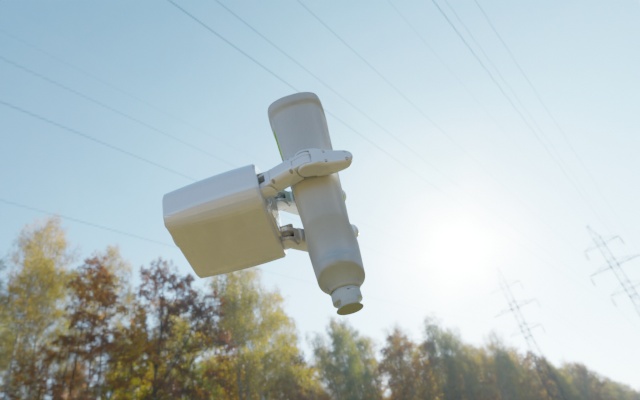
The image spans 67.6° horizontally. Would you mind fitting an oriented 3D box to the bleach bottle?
[{"bbox_3d":[0.000,0.002,0.529,0.068,0.250,0.103,-16,-34,2],"label":"bleach bottle"}]
